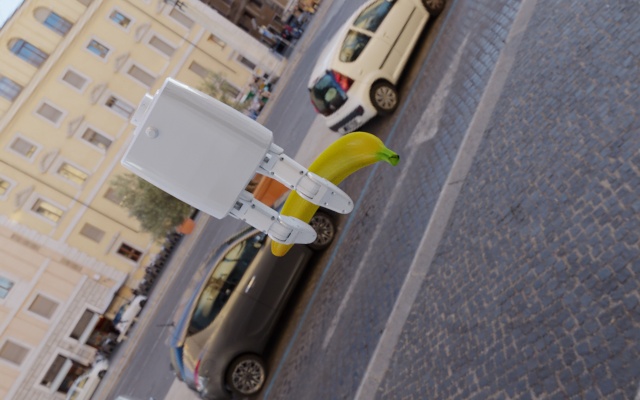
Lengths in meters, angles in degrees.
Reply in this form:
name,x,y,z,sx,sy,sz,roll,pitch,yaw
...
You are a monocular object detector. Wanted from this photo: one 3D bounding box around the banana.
name,x,y,z,sx,sy,sz,roll,pitch,yaw
banana,0.002,-0.014,0.513,0.037,0.069,0.198,27,-49,-26
